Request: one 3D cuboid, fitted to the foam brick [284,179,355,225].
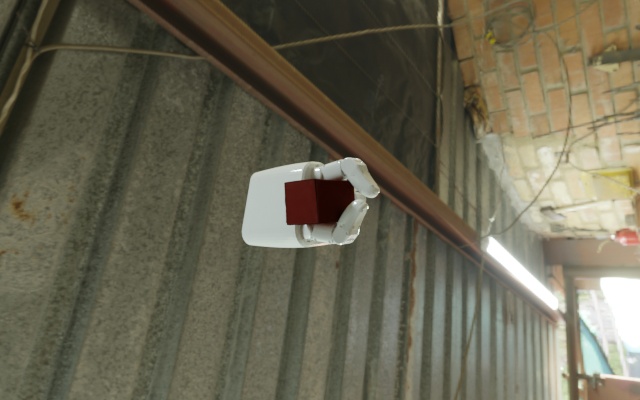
[{"bbox_3d":[0.000,0.002,0.579,0.051,0.053,0.078,-4,-2,38],"label":"foam brick"}]
